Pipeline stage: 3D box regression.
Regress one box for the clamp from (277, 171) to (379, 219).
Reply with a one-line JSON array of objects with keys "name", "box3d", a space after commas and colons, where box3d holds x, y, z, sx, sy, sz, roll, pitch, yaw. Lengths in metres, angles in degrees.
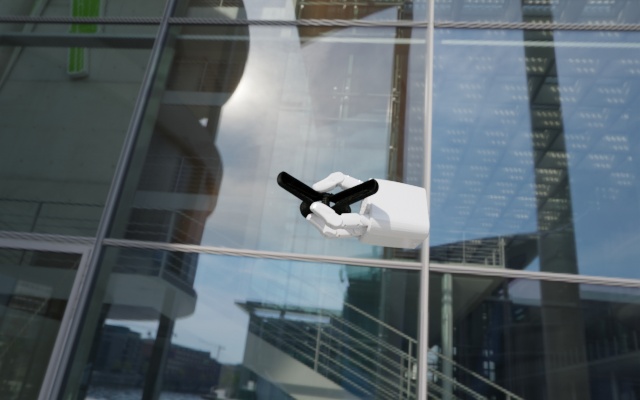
[{"name": "clamp", "box3d": [0.000, 0.002, 0.847, 0.164, 0.036, 0.210, 8, -23, -5]}]
